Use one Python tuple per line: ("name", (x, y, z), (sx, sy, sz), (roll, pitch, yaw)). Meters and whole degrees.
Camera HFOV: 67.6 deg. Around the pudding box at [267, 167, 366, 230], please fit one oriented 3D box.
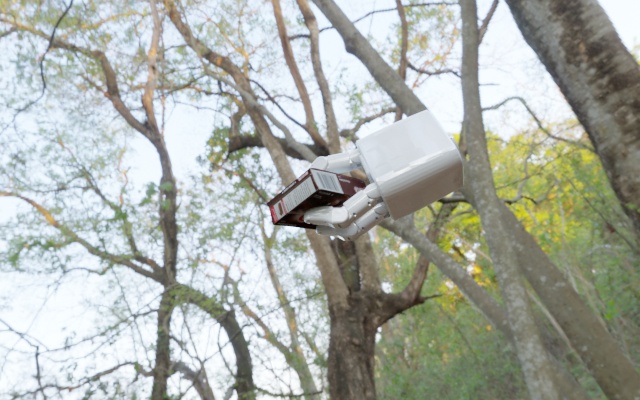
("pudding box", (0.000, 0.002, 0.636), (0.113, 0.039, 0.090), (13, -41, -46))
